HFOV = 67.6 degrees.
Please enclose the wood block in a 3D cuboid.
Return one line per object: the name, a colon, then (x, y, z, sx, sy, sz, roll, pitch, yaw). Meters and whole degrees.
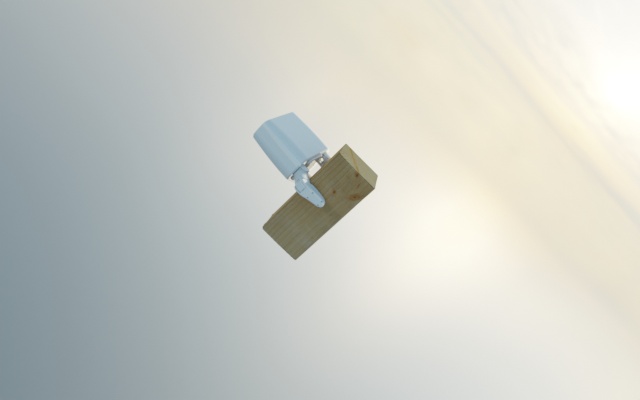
wood block: (0.000, 0.003, 0.889, 0.206, 0.090, 0.090, -43, 5, 20)
